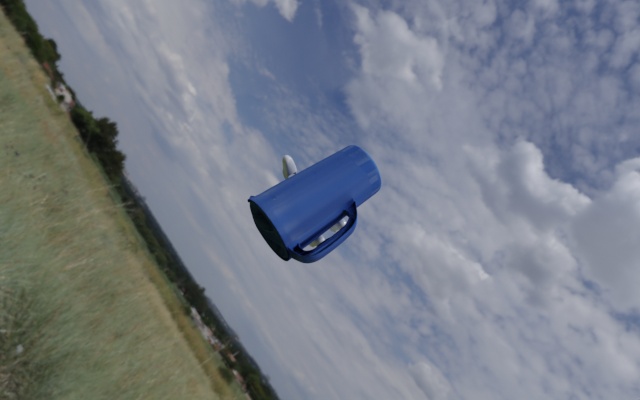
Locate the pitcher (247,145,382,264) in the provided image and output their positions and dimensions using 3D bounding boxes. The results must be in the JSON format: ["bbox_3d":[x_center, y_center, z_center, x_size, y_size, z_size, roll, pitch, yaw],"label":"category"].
[{"bbox_3d":[0.000,0.003,0.895,0.243,0.149,0.145,-33,10,-19],"label":"pitcher"}]
